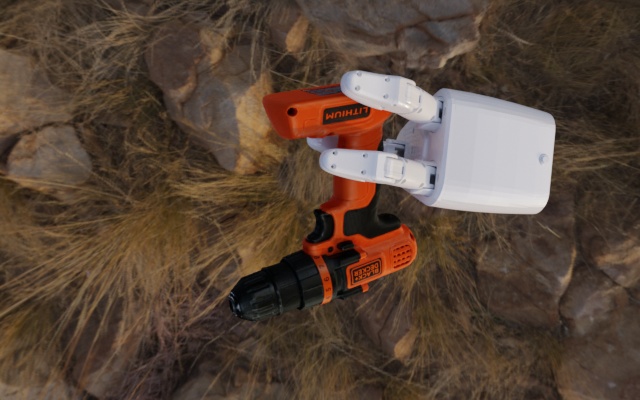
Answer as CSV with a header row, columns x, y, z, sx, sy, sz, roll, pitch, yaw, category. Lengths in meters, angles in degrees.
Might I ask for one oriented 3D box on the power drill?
x,y,z,sx,sy,sz,roll,pitch,yaw,category
0.000,0.001,0.406,0.184,0.188,0.057,-17,27,-26,power drill
